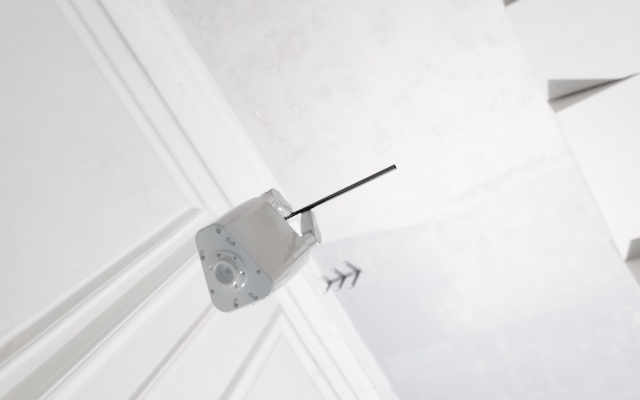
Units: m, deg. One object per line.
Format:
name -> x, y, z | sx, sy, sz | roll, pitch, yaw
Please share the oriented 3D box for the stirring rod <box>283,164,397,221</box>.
stirring rod -> 0.000, 0.002, 0.677 | 0.239, 0.011, 0.011 | -25, -11, 25
